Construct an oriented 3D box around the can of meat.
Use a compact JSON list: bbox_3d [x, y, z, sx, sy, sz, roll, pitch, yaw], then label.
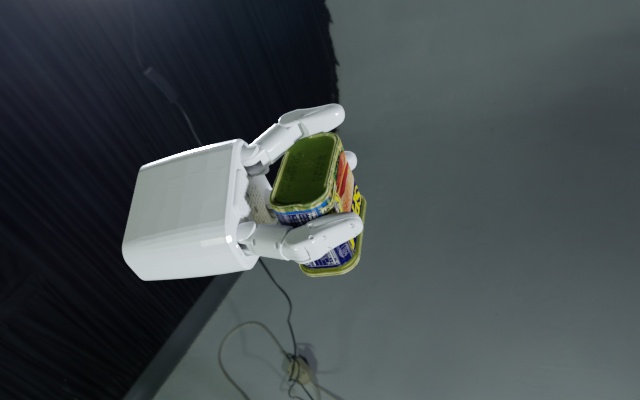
[{"bbox_3d":[0.000,0.001,0.426,0.057,0.084,0.102,-8,41,20],"label":"can of meat"}]
